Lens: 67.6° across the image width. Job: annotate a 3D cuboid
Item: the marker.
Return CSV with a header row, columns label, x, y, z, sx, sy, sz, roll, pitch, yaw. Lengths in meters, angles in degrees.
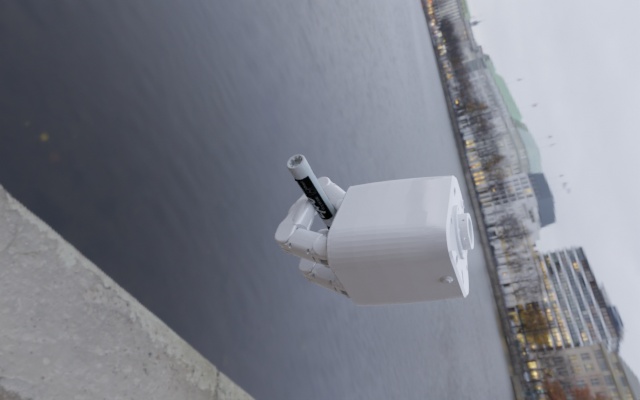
label,x,y,z,sx,sy,sz,roll,pitch,yaw
marker,0.000,0.002,0.481,0.020,0.020,0.121,0,-39,30
